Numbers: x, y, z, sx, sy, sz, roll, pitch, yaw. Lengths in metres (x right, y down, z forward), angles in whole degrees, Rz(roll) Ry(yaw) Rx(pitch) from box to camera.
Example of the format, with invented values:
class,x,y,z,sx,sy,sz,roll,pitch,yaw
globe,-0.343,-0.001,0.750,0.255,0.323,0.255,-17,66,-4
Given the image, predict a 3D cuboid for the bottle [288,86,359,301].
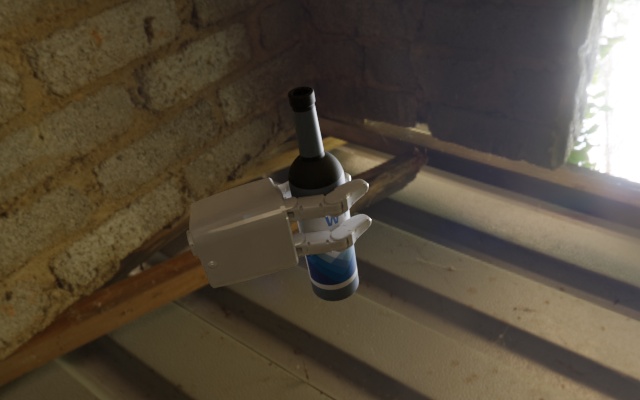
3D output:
class,x,y,z,sx,sy,sz,roll,pitch,yaw
bottle,0.000,0.002,0.588,0.069,0.296,0.069,-7,37,5
